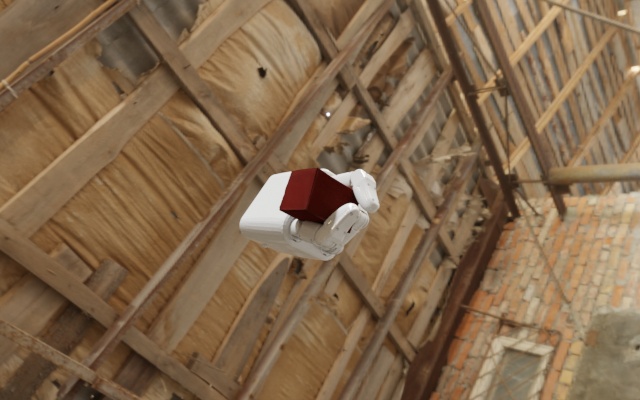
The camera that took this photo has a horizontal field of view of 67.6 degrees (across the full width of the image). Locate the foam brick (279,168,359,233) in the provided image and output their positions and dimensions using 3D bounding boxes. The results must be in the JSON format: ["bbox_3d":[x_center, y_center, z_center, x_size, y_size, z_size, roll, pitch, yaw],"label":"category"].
[{"bbox_3d":[0.000,0.002,0.564,0.078,0.053,0.051,30,-19,-39],"label":"foam brick"}]
